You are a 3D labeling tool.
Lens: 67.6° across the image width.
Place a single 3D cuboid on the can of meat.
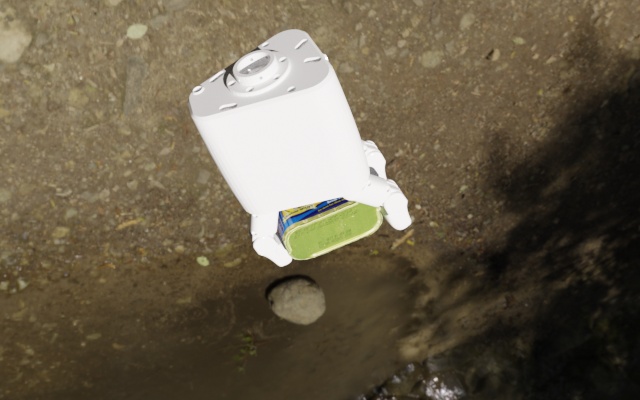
[{"bbox_3d":[0.000,0.002,0.470,0.102,0.057,0.084,-23,46,-4],"label":"can of meat"}]
